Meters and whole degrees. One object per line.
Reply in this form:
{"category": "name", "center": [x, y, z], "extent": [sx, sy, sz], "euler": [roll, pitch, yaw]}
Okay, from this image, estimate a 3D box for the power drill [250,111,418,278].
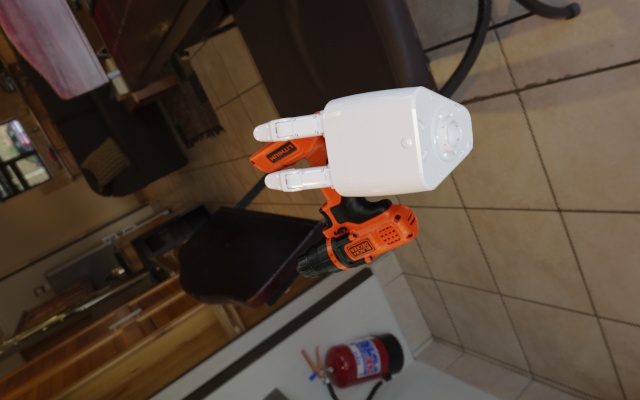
{"category": "power drill", "center": [0.000, 0.001, 0.581], "extent": [0.184, 0.188, 0.057], "euler": [-28, 14, 34]}
